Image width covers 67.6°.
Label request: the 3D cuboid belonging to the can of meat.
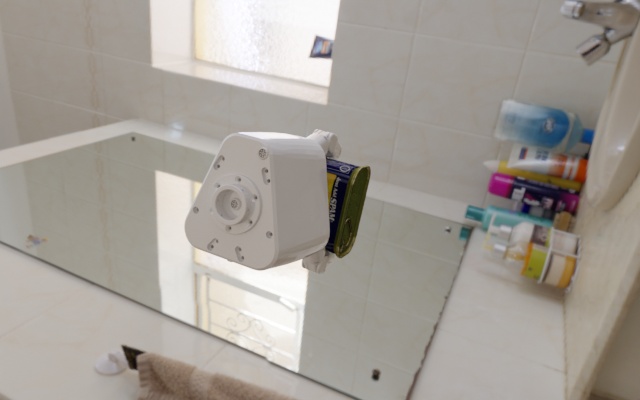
[{"bbox_3d":[0.000,0.002,0.527,0.084,0.102,0.057,16,14,20],"label":"can of meat"}]
